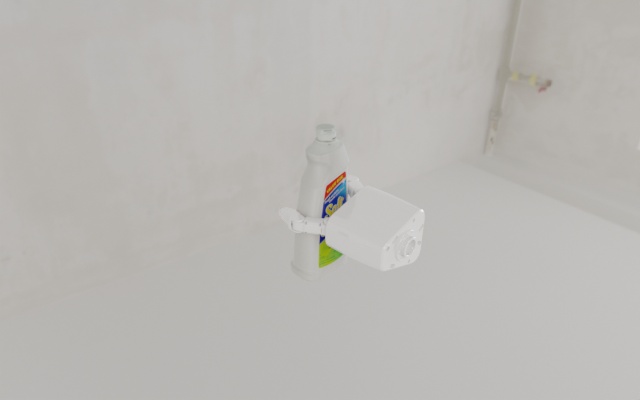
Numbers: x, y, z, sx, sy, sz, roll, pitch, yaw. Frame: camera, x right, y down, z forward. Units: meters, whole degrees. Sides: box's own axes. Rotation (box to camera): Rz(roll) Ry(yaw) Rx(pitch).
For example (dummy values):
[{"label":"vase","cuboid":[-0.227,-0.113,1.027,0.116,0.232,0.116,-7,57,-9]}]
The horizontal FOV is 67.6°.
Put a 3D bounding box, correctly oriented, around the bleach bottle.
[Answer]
[{"label":"bleach bottle","cuboid":[0.000,0.003,0.770,0.068,0.251,0.102,25,36,38]}]
